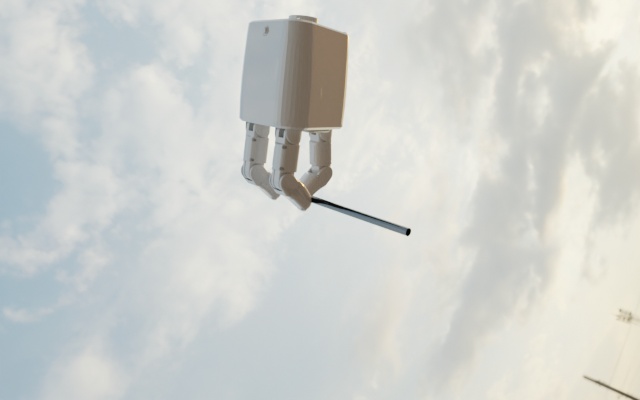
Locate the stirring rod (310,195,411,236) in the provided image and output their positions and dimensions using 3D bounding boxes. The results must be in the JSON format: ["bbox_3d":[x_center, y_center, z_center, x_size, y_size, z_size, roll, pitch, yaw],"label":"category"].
[{"bbox_3d":[0.000,0.002,0.522,0.011,0.011,0.239,0,13,-44],"label":"stirring rod"}]
